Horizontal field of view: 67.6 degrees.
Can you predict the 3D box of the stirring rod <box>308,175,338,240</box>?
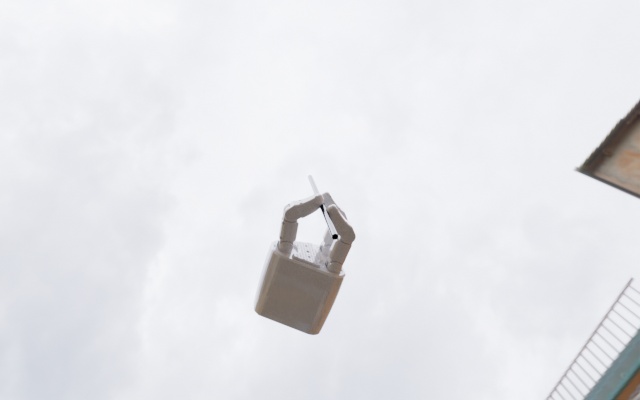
[{"bbox_3d":[0.000,0.002,0.685,0.011,0.011,0.239,0,20,-9],"label":"stirring rod"}]
